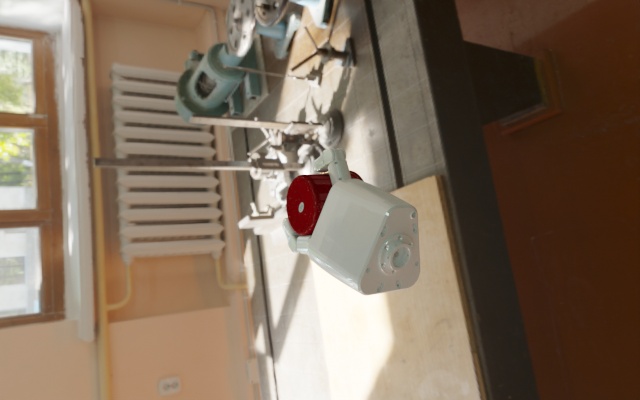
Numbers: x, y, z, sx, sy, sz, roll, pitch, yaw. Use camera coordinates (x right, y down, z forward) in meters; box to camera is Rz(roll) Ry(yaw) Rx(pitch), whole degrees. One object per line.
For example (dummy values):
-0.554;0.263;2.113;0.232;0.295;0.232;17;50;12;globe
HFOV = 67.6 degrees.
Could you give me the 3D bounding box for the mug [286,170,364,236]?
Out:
-0.001;0.002;0.656;0.081;0.093;0.117;-2;16;-33;mug
